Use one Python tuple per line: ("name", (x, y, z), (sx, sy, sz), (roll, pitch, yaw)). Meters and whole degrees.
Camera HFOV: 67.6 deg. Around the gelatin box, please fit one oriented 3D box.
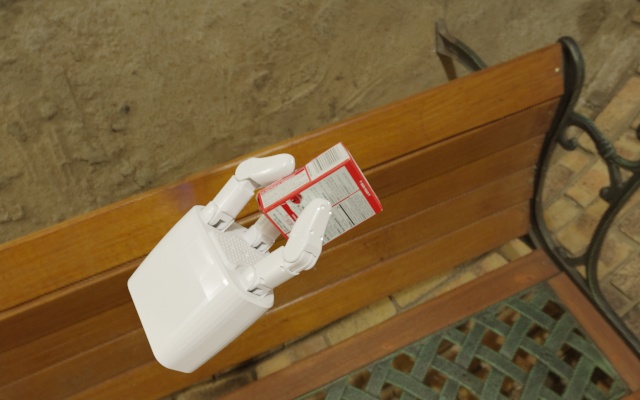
("gelatin box", (0.000, 0.001, 0.422), (0.089, 0.030, 0.073), (-31, -48, 7))
